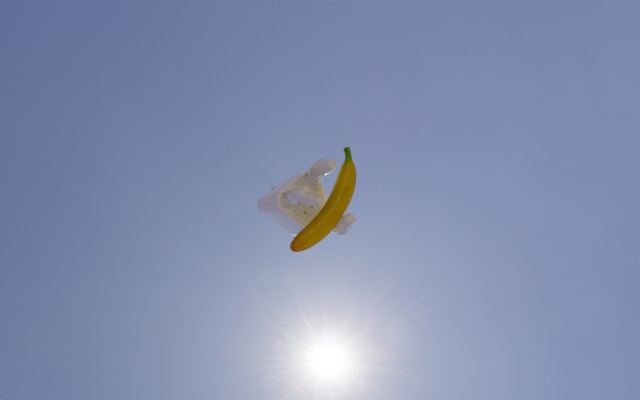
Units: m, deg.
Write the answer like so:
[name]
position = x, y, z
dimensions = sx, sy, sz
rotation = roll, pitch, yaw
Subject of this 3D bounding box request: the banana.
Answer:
[banana]
position = 0.014, 0.009, 0.800
dimensions = 0.070, 0.197, 0.037
rotation = 39, -19, -36
